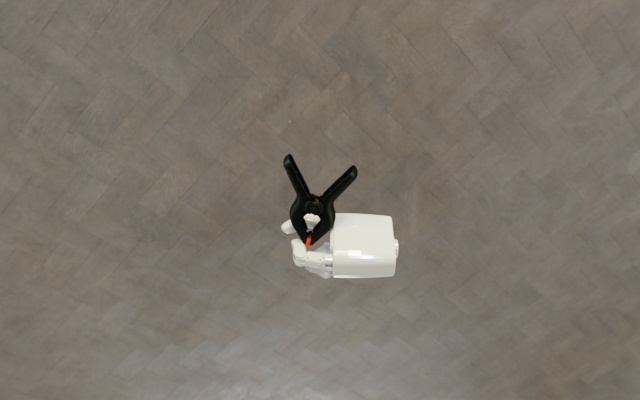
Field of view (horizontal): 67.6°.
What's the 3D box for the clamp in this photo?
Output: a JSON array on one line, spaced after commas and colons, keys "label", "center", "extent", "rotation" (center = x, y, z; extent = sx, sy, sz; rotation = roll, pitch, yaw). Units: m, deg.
[{"label": "clamp", "center": [0.000, 0.003, 0.803], "extent": [0.120, 0.172, 0.039], "rotation": [6, 34, 10]}]
